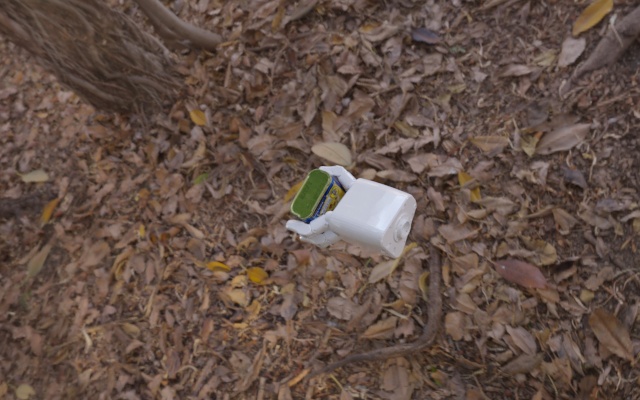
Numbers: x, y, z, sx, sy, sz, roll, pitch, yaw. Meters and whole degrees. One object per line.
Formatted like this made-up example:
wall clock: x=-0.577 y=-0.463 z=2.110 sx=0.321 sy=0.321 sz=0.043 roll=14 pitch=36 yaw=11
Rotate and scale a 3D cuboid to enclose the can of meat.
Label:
can of meat: x=0.000 y=0.003 z=0.875 sx=0.057 sy=0.102 sz=0.084 roll=24 pitch=-10 yaw=35
